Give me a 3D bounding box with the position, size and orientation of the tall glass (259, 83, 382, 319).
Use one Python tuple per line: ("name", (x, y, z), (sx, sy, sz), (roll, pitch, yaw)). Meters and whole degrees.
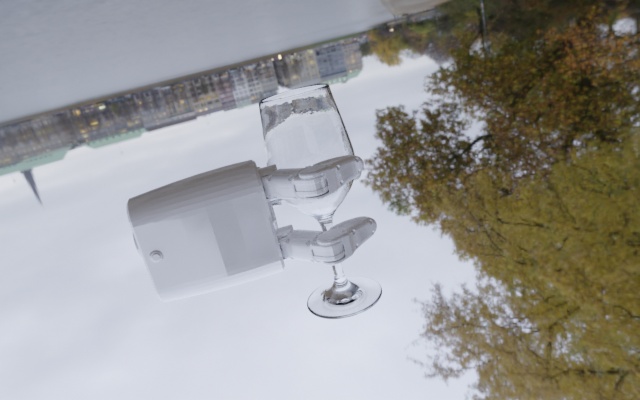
("tall glass", (0.000, 0.002, 0.431), (0.079, 0.201, 0.079), (-12, 18, 4))
